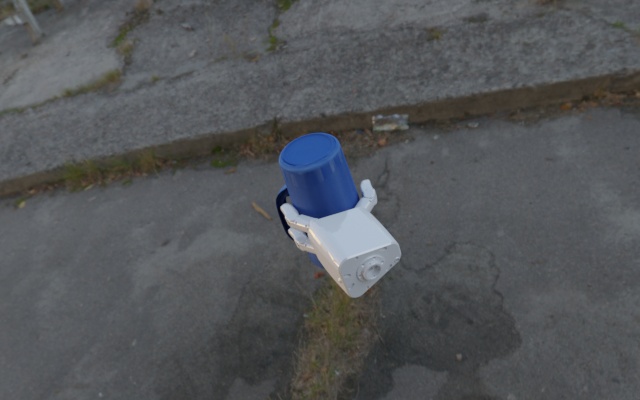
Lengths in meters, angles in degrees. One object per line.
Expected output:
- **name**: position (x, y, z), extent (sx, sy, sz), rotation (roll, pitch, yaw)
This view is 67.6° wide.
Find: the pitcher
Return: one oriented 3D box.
- **pitcher**: position (0.000, 0.003, 0.874), extent (0.149, 0.243, 0.145), rotation (-28, 39, -10)
